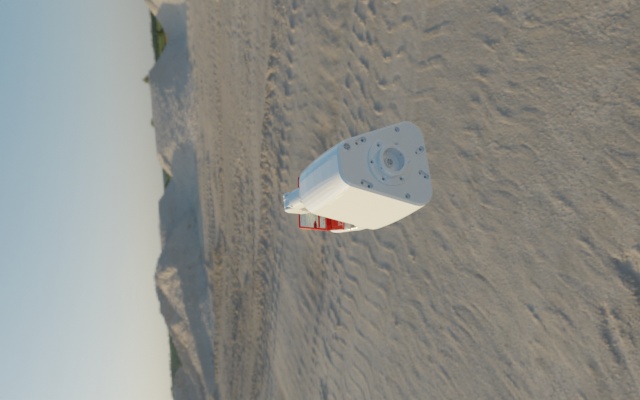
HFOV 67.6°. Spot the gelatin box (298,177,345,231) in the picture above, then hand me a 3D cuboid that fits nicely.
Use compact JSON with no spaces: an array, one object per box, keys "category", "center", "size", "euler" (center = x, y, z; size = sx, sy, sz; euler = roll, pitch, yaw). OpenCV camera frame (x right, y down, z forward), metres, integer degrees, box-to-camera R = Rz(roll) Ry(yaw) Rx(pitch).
[{"category":"gelatin box","center":[0.000,0.002,0.640],"size":[0.030,0.073,0.089],"euler":[-2,0,-27]}]
